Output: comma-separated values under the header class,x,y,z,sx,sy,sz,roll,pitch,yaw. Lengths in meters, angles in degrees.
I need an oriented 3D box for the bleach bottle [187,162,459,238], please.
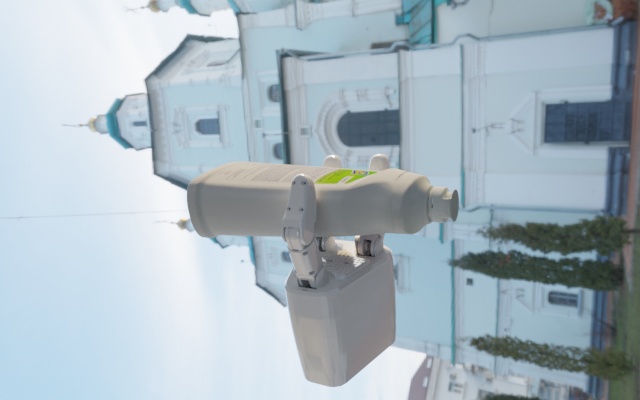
class,x,y,z,sx,sy,sz,roll,pitch,yaw
bleach bottle,0.000,0.001,0.456,0.251,0.068,0.102,3,22,29
